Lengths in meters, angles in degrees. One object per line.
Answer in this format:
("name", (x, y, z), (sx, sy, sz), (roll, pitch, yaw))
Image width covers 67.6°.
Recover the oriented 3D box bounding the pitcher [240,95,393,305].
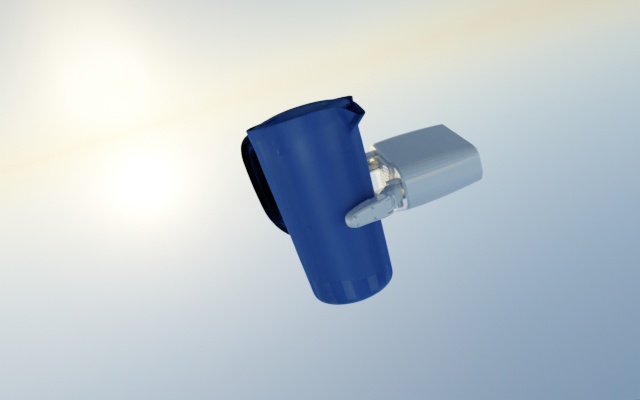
("pitcher", (0.000, 0.002, 0.600), (0.145, 0.243, 0.149), (-20, 15, -9))
